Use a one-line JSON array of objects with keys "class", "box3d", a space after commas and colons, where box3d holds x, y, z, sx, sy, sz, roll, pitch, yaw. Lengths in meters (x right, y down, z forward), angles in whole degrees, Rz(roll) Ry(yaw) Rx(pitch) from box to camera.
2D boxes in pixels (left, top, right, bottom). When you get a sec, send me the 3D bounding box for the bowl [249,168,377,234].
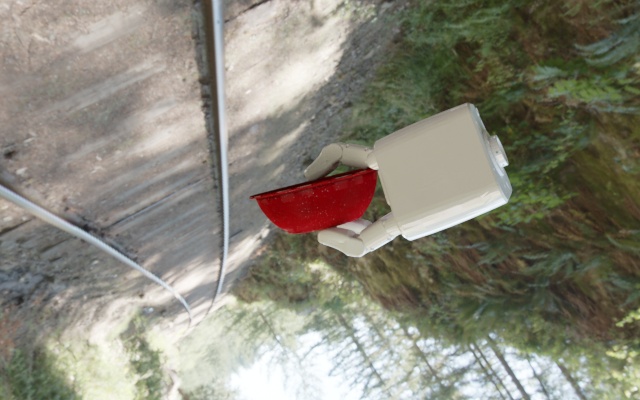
[{"class": "bowl", "box3d": [-0.001, 0.002, 0.570, 0.162, 0.055, 0.162, -13, 4, 1]}]
